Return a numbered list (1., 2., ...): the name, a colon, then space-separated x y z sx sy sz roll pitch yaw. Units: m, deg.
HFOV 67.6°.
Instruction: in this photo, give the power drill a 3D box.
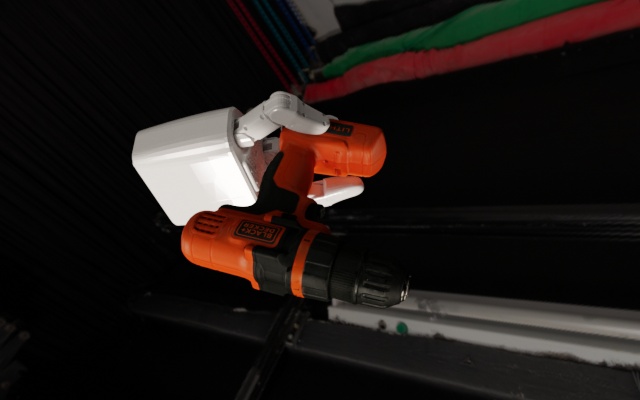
1. power drill: 0.000 0.001 0.416 0.184 0.057 0.187 13 43 15
